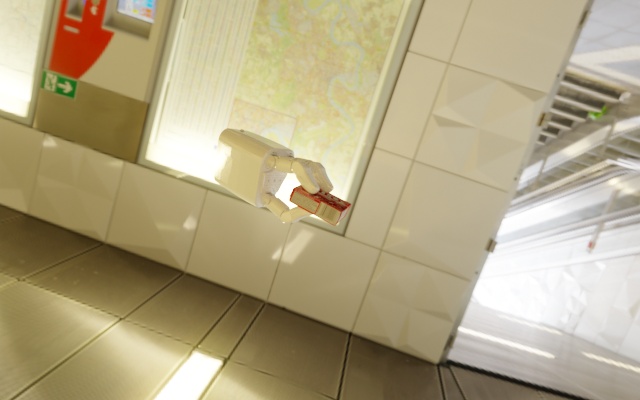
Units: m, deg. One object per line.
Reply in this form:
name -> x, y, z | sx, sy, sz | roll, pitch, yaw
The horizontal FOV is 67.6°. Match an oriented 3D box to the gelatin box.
gelatin box -> 0.000, 0.003, 0.788 | 0.089, 0.030, 0.073 | 28, 15, 9
